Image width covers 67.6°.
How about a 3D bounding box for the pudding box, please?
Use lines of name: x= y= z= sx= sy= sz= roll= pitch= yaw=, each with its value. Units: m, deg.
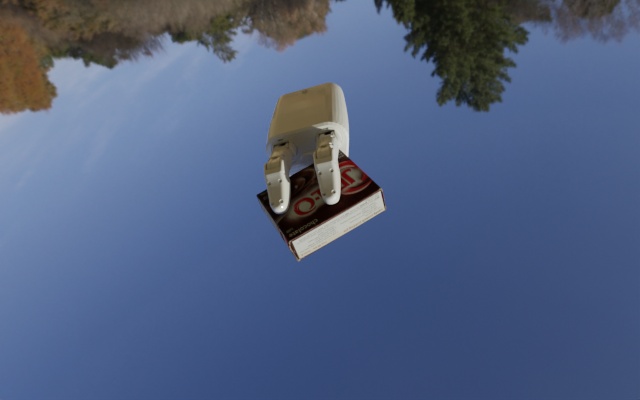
pudding box: x=0.000 y=0.002 z=0.517 sx=0.113 sy=0.039 sz=0.090 roll=-31 pitch=43 yaw=-9
